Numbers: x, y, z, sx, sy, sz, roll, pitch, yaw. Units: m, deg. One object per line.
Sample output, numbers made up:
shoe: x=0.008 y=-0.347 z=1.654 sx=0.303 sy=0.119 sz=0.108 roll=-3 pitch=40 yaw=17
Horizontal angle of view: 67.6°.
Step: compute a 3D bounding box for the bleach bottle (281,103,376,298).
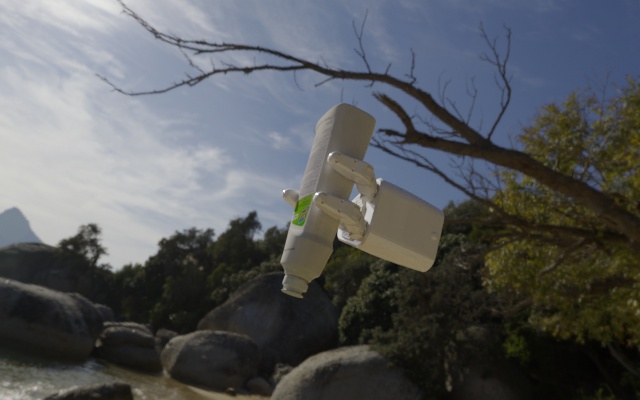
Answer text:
bleach bottle: x=0.000 y=0.002 z=0.621 sx=0.068 sy=0.250 sz=0.102 roll=24 pitch=-20 yaw=-14
